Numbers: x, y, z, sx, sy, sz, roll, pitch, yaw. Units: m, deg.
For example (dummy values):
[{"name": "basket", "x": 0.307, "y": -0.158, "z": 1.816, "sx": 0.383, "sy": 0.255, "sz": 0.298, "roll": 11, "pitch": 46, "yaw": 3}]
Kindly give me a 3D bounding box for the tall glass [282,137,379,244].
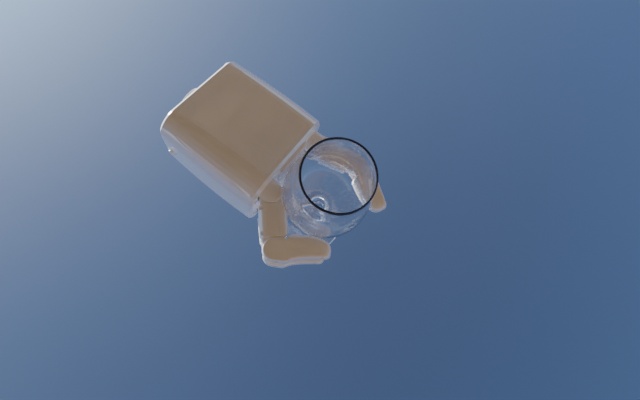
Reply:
[{"name": "tall glass", "x": 0.000, "y": 0.002, "z": 0.456, "sx": 0.079, "sy": 0.079, "sz": 0.201, "roll": 0, "pitch": -12, "yaw": -9}]
